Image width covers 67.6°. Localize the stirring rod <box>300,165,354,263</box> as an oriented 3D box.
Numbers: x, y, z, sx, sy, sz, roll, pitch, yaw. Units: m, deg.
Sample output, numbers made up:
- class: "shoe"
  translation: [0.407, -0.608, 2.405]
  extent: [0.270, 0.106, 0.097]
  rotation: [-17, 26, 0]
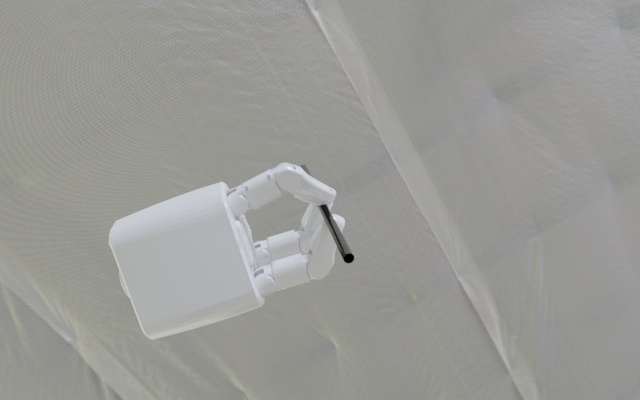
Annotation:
- class: "stirring rod"
  translation: [0.000, 0.001, 0.454]
  extent: [0.011, 0.011, 0.239]
  rotation: [0, 19, -10]
